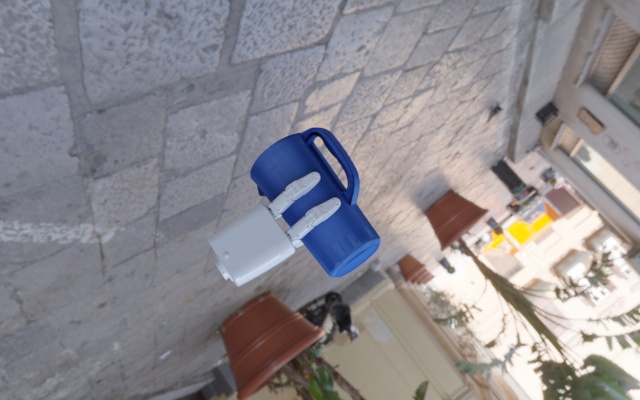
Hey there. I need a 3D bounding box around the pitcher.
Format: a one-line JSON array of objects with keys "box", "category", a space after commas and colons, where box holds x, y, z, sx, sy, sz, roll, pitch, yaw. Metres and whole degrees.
[{"box": [0.000, 0.003, 0.828, 0.145, 0.242, 0.149, -32, -19, -16], "category": "pitcher"}]
